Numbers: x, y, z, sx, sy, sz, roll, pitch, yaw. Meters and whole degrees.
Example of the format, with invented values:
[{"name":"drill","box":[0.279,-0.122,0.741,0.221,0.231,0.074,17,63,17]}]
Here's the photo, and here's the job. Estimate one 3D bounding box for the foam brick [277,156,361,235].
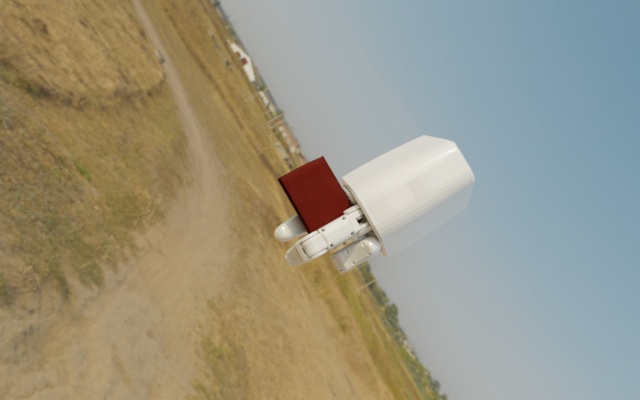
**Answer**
[{"name":"foam brick","box":[0.000,0.001,0.487,0.051,0.078,0.053,-30,-4,1]}]
